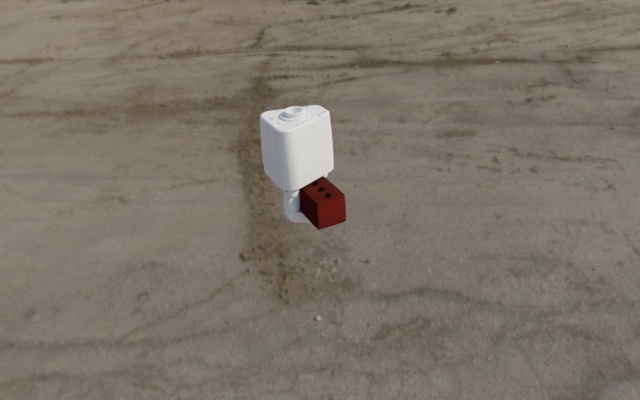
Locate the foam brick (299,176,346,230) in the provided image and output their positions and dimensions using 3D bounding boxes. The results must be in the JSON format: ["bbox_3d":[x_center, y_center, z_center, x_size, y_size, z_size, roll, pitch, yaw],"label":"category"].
[{"bbox_3d":[0.000,0.003,0.787,0.053,0.051,0.078,-19,36,-23],"label":"foam brick"}]
